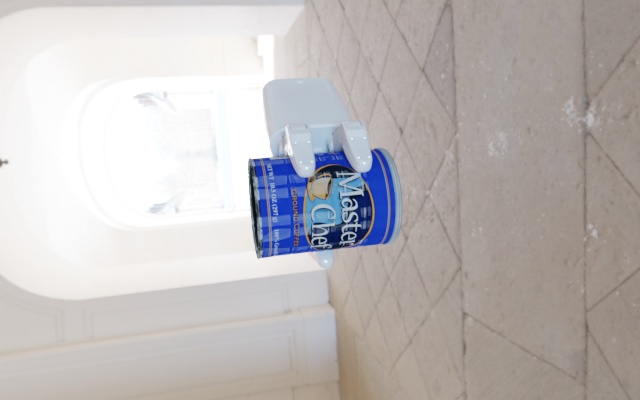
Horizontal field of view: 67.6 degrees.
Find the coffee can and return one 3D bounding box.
[{"bbox_3d":[0.000,0.002,0.492,0.140,0.103,0.103,-5,1,-12],"label":"coffee can"}]
